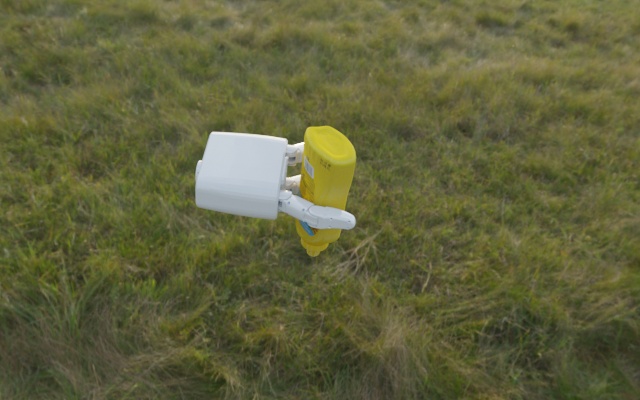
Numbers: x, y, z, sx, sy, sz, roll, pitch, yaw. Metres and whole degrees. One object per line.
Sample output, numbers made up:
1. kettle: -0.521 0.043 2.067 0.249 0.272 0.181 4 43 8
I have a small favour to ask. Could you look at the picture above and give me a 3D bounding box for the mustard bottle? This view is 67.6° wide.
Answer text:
1. mustard bottle: 0.000 0.002 0.657 0.058 0.192 0.096 -8 39 -23
